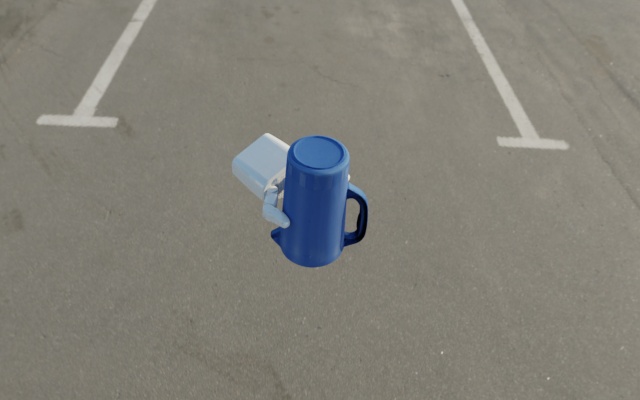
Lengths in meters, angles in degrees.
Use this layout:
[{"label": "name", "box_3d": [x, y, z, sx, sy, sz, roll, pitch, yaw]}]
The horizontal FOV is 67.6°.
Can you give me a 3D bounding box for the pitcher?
[{"label": "pitcher", "box_3d": [0.000, 0.003, 0.895, 0.149, 0.243, 0.145, -32, 56, -32]}]
